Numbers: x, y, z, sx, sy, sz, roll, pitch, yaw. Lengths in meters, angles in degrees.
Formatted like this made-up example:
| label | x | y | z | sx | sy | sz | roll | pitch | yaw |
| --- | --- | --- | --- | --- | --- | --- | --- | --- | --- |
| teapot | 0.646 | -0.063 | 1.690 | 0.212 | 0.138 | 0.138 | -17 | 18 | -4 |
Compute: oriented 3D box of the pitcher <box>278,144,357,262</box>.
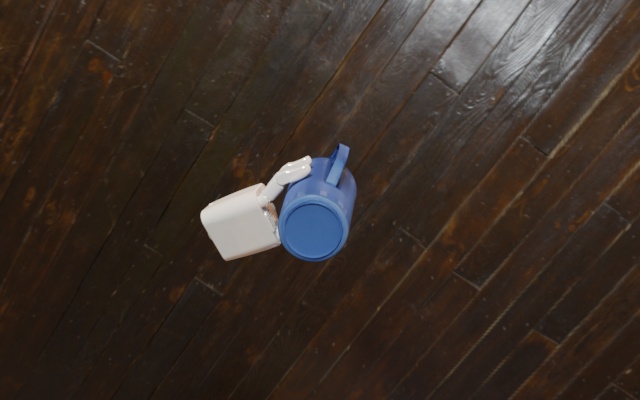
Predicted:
| label | x | y | z | sx | sy | sz | roll | pitch | yaw |
| --- | --- | --- | --- | --- | --- | --- | --- | --- | --- |
| pitcher | 0.000 | 0.003 | 0.820 | 0.145 | 0.149 | 0.242 | -18 | 14 | 8 |
